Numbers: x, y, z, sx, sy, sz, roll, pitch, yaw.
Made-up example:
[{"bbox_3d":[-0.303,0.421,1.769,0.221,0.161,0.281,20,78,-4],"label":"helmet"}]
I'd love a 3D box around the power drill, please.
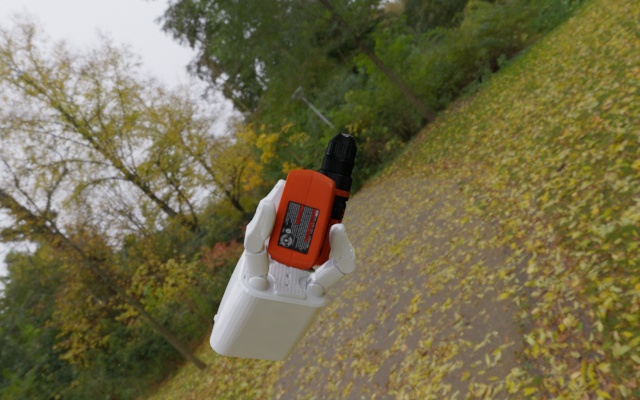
[{"bbox_3d":[0.000,0.002,0.583,0.057,0.184,0.187,14,5,10],"label":"power drill"}]
